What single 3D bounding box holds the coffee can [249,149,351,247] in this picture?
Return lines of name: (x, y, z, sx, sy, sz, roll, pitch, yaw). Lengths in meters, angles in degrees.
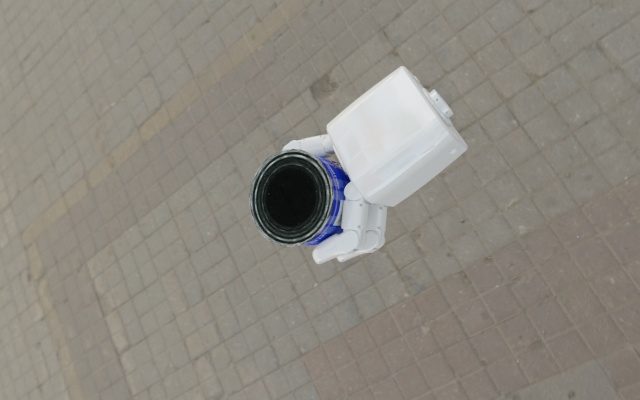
coffee can: (0.000, 0.002, 0.555, 0.103, 0.103, 0.140, 0, -4, 28)
